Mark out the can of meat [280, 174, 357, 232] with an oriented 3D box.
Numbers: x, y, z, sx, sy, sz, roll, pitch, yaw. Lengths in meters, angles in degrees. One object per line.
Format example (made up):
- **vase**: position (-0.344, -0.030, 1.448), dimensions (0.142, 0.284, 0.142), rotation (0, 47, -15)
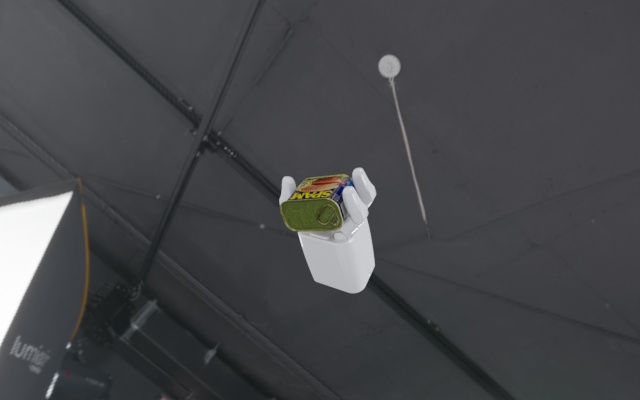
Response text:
- **can of meat**: position (0.000, 0.002, 0.759), dimensions (0.102, 0.057, 0.084), rotation (-4, 29, 27)
